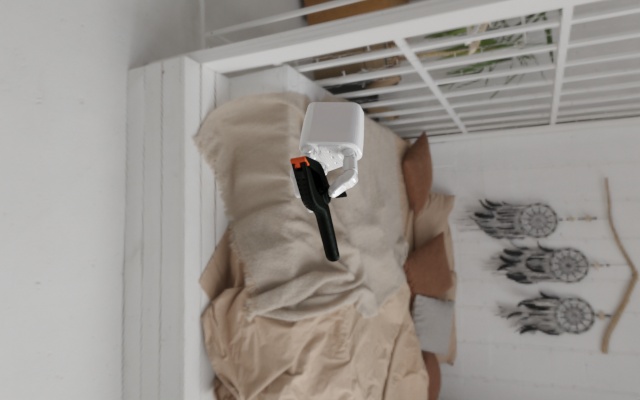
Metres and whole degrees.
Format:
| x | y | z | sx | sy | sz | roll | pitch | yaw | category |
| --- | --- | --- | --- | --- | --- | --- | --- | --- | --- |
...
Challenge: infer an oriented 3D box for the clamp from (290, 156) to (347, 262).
| x | y | z | sx | sy | sz | roll | pitch | yaw | category |
| --- | --- | --- | --- | --- | --- | --- | --- | --- | --- |
| 0.001 | 0.002 | 0.859 | 0.036 | 0.164 | 0.210 | -9 | -34 | 21 | clamp |
